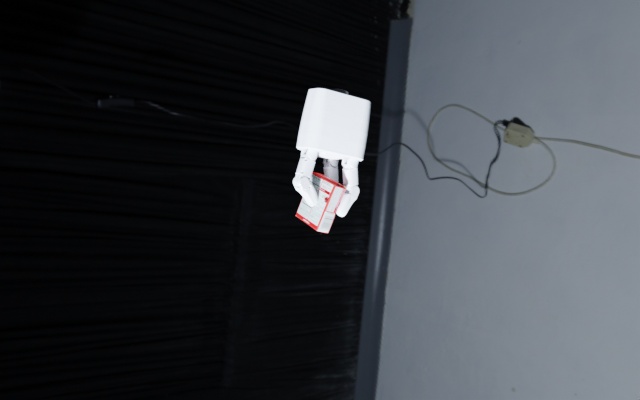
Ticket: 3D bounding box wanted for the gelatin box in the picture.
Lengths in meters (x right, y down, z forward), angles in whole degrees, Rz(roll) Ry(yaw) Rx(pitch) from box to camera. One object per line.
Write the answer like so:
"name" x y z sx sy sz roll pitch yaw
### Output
"gelatin box" 0.000 0.003 0.841 0.030 0.089 0.073 15 10 -39
